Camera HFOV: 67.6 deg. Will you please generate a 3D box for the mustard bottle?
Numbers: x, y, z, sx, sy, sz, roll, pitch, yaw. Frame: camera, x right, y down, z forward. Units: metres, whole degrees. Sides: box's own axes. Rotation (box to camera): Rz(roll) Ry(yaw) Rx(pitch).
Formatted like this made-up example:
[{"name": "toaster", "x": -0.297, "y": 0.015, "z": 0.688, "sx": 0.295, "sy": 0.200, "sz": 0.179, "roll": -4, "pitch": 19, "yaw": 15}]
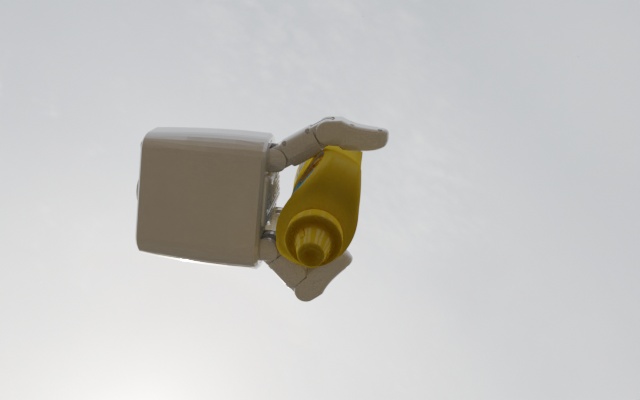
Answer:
[{"name": "mustard bottle", "x": 0.000, "y": 0.001, "z": 0.402, "sx": 0.058, "sy": 0.096, "sz": 0.191, "roll": 28, "pitch": 21, "yaw": -6}]
